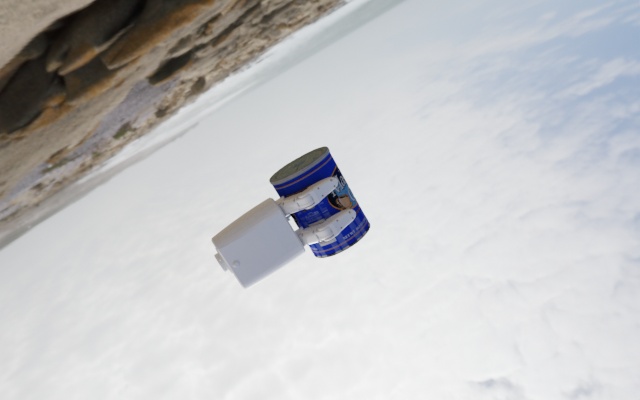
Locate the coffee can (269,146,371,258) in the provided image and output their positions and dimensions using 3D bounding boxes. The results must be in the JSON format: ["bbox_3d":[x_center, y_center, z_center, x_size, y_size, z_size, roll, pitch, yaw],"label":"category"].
[{"bbox_3d":[0.000,0.002,0.737,0.103,0.140,0.102,-28,15,8],"label":"coffee can"}]
